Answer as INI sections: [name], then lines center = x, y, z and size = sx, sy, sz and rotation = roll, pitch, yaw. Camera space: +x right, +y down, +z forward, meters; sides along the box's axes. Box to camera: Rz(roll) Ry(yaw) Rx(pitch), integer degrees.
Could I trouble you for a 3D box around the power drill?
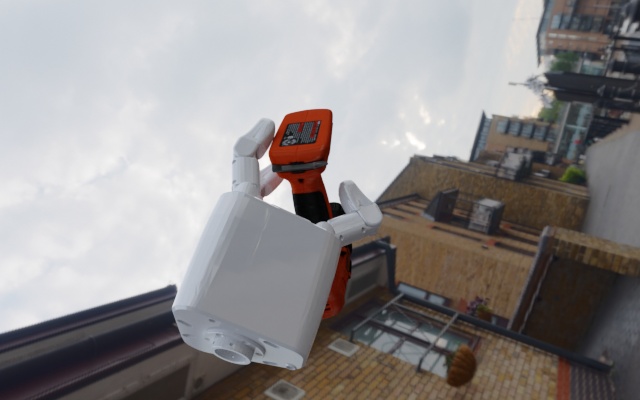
[power drill]
center = 0.000, 0.001, 0.514
size = 0.057, 0.188, 0.184
rotation = -7, 31, 9
